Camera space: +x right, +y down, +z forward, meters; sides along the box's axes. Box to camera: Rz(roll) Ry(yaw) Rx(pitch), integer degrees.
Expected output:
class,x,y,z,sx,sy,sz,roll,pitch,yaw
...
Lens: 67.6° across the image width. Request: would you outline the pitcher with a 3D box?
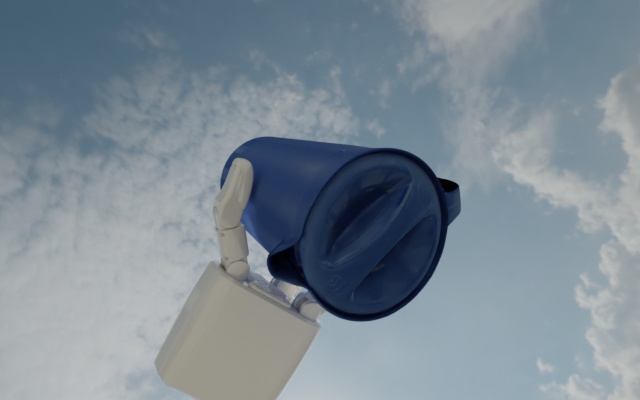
class,x,y,z,sx,sy,sz,roll,pitch,yaw
pitcher,0.000,0.002,0.454,0.149,0.145,0.242,32,-4,-31
